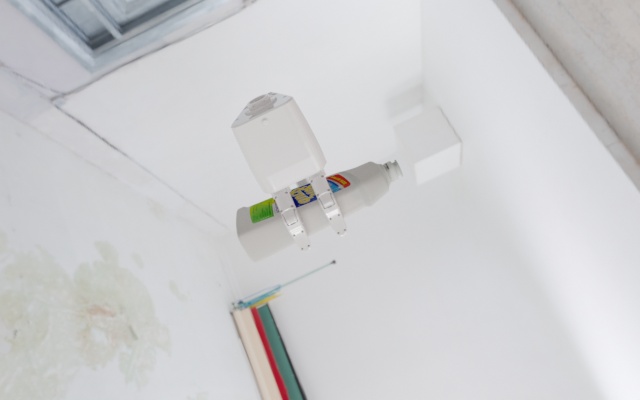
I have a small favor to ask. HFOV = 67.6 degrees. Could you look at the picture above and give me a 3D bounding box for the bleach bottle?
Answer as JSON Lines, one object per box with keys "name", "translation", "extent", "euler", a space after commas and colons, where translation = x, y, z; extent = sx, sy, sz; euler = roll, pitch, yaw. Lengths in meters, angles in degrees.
{"name": "bleach bottle", "translation": [0.000, 0.002, 0.710], "extent": [0.251, 0.068, 0.102], "euler": [-25, 26, 3]}
